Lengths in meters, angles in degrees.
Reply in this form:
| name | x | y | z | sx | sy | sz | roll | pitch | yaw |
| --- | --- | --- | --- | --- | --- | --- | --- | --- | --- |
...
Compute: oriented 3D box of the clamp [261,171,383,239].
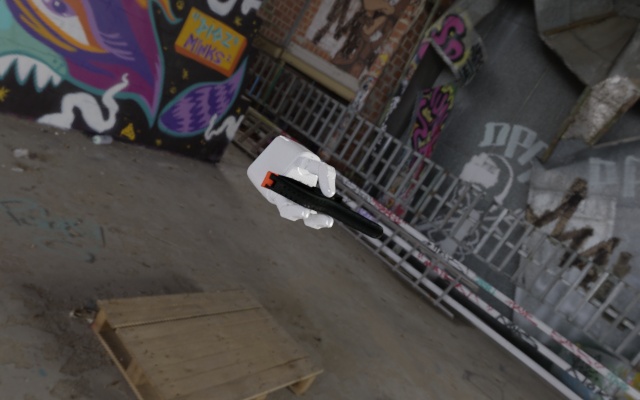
| name | x | y | z | sx | sy | sz | roll | pitch | yaw |
| --- | --- | --- | --- | --- | --- | --- | --- | --- | --- |
| clamp | 0.000 | 0.002 | 0.799 | 0.210 | 0.036 | 0.164 | 21 | 9 | -38 |
